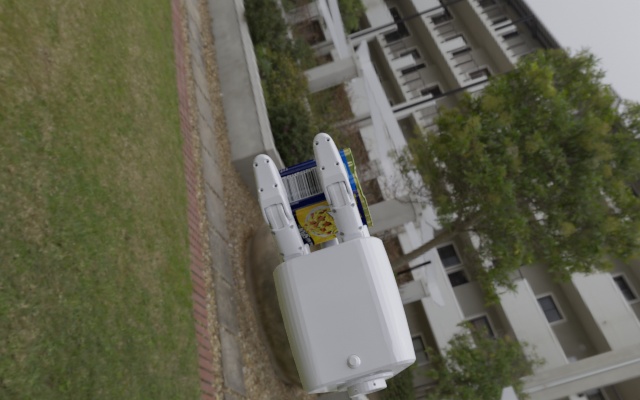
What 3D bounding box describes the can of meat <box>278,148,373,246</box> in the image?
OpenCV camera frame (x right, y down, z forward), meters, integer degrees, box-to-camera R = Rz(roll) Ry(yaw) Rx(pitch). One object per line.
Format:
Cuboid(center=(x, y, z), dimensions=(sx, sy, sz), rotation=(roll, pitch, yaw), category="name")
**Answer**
Cuboid(center=(0.000, 0.001, 0.460), dimensions=(0.084, 0.057, 0.102), rotation=(-18, -30, 4), category="can of meat")
